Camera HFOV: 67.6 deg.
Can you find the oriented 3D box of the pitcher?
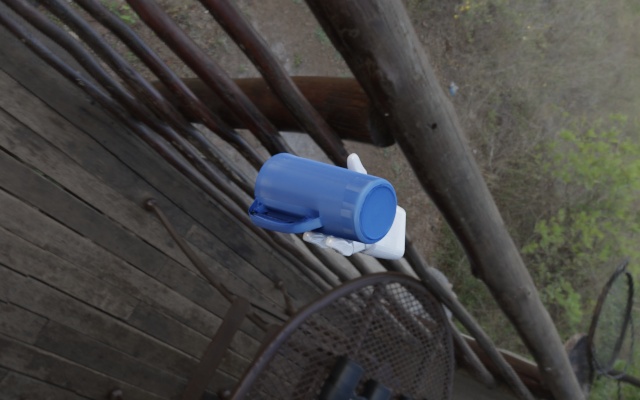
[{"bbox_3d":[0.000,0.003,0.826,0.243,0.149,0.145,15,-6,43],"label":"pitcher"}]
